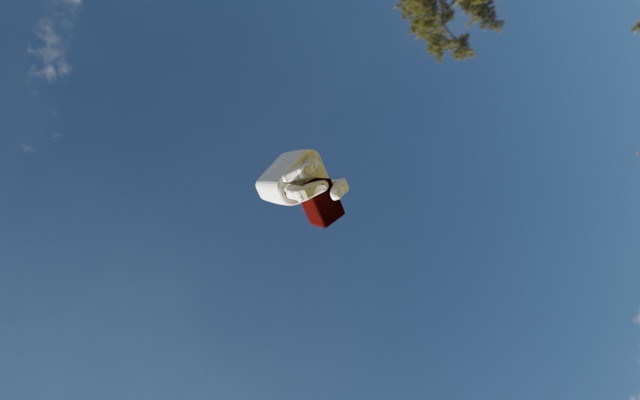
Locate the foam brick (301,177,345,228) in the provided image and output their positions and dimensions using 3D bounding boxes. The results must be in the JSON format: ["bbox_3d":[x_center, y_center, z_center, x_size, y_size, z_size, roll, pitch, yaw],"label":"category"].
[{"bbox_3d":[0.000,0.003,0.883,0.053,0.078,0.051,-33,20,-27],"label":"foam brick"}]
